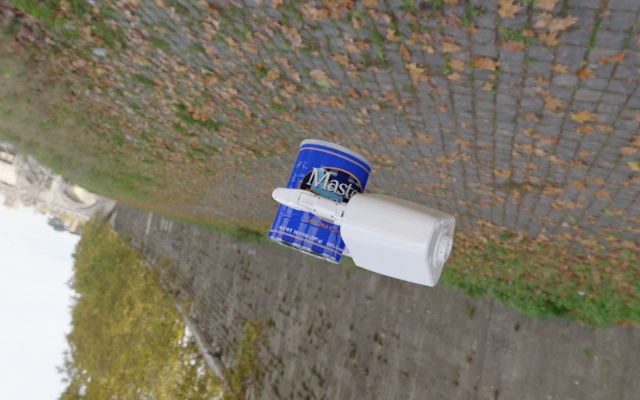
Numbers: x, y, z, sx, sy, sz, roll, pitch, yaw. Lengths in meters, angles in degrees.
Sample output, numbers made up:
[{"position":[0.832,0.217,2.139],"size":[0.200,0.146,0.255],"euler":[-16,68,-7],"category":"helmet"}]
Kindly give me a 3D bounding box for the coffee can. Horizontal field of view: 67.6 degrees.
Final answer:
[{"position":[0.000,0.002,0.642],"size":[0.103,0.140,0.103],"euler":[19,-9,3],"category":"coffee can"}]
